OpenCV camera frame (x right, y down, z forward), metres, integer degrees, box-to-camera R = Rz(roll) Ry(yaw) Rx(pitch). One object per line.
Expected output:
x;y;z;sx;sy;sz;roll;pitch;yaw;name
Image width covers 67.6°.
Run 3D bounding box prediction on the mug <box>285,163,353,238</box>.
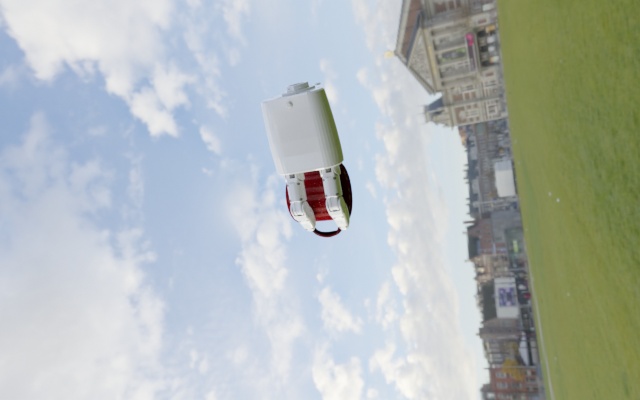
0.000;0.004;0.748;0.081;0.117;0.093;-6;18;21;mug
